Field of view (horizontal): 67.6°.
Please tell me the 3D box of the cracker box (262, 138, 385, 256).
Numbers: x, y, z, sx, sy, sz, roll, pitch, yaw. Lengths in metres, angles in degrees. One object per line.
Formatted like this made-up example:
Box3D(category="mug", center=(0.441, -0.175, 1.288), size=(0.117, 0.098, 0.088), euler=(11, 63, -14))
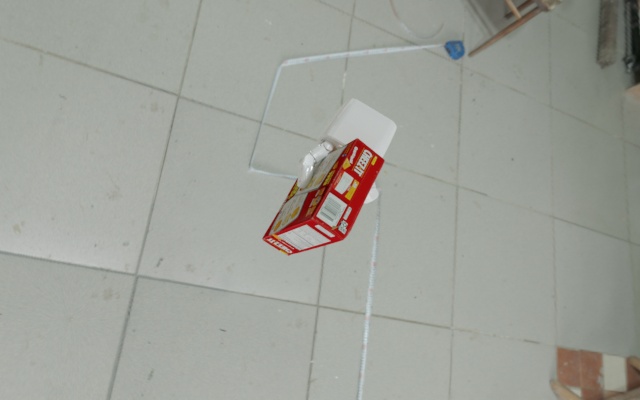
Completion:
Box3D(category="cracker box", center=(0.000, 0.003, 0.826), size=(0.072, 0.164, 0.214), euler=(36, -26, -15))
